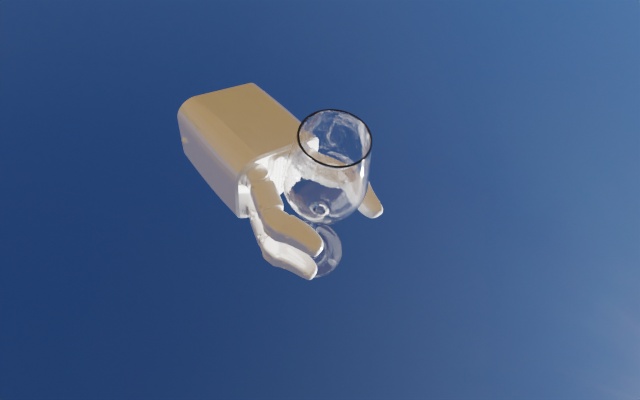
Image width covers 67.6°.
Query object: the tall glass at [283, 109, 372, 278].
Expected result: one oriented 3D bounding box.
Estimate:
[{"bbox_3d":[0.000,0.002,0.469,0.079,0.079,0.201,0,-32,-8],"label":"tall glass"}]
